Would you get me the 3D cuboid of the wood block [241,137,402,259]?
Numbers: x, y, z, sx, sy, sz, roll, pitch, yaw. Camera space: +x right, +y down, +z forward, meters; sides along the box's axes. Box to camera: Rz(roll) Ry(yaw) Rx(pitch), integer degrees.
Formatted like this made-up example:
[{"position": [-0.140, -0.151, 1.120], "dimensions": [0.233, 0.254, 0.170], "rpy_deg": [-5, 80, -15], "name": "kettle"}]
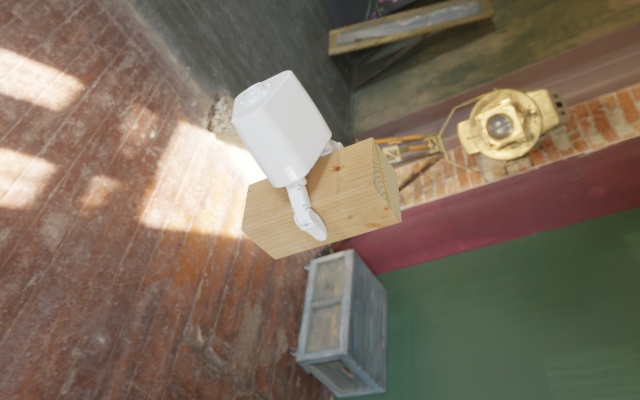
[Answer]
[{"position": [0.000, 0.002, 0.683], "dimensions": [0.206, 0.090, 0.090], "rpy_deg": [-19, -44, 24], "name": "wood block"}]
